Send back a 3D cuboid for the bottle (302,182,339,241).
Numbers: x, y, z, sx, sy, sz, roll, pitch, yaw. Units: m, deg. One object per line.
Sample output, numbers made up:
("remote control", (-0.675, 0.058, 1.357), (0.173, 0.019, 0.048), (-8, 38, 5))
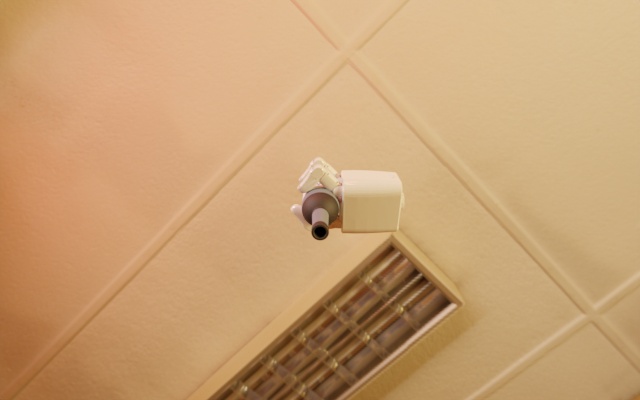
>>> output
("bottle", (0.000, 0.003, 0.870), (0.069, 0.069, 0.295), (0, 18, 0))
